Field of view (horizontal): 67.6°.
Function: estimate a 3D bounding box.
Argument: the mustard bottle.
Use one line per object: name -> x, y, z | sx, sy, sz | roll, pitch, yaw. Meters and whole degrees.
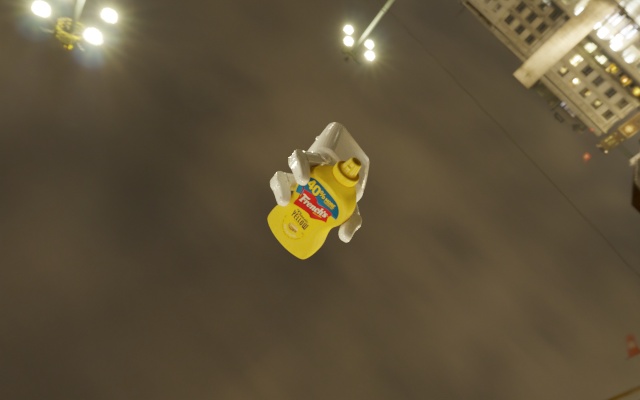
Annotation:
mustard bottle -> 0.000, 0.003, 0.734 | 0.192, 0.096, 0.058 | -48, -12, 35
